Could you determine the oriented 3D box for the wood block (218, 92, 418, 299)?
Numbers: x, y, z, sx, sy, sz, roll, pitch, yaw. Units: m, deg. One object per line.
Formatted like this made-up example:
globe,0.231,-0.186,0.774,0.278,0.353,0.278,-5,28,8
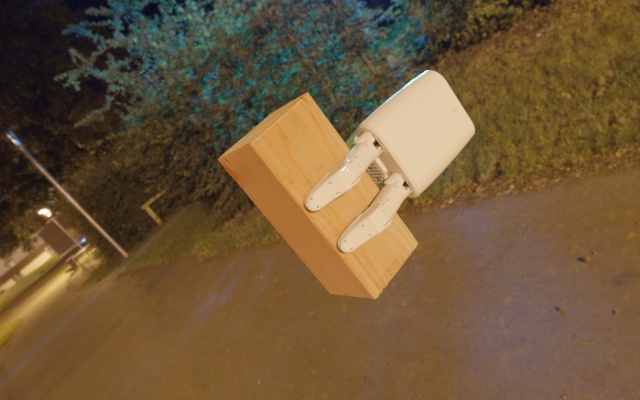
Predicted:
wood block,0.000,0.001,0.521,0.090,0.206,0.091,-47,18,-26
